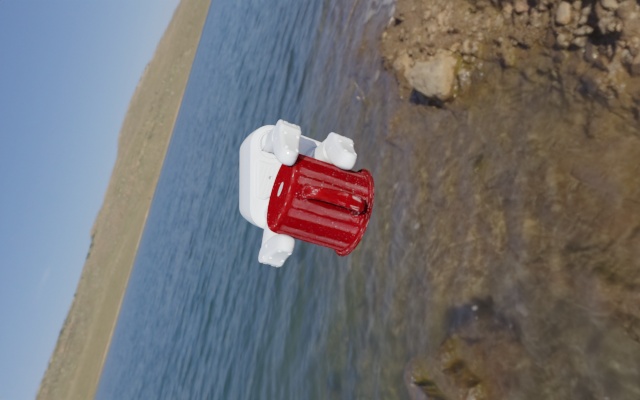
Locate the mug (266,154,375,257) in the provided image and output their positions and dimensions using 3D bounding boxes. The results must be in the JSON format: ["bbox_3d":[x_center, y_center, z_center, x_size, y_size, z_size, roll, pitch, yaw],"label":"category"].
[{"bbox_3d":[0.000,0.002,0.465,0.081,0.093,0.117,17,-5,-18],"label":"mug"}]
